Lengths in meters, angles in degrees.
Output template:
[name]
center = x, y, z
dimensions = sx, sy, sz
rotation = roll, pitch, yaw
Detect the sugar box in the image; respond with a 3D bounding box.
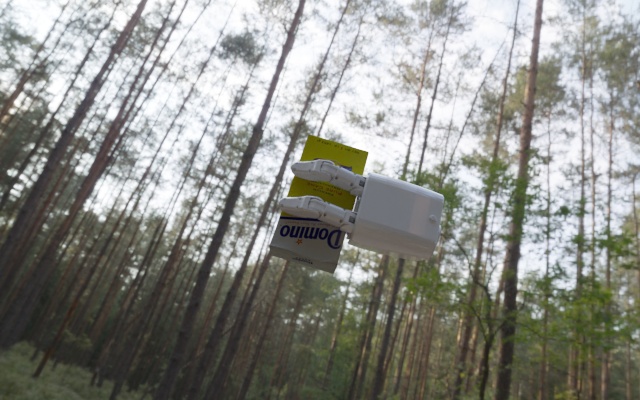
[sugar box]
center = 0.000, 0.002, 0.654
dimensions = 0.093, 0.176, 0.048
rotation = 16, -26, 2
